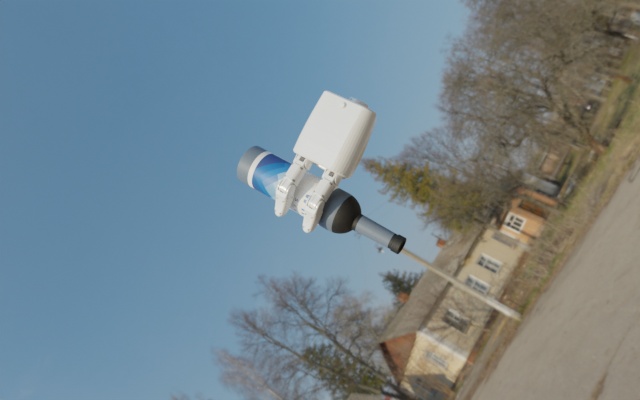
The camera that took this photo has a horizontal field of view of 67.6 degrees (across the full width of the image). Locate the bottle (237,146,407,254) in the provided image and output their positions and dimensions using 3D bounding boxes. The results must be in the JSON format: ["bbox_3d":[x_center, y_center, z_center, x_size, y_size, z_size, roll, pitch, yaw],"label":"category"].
[{"bbox_3d":[0.000,0.002,0.757,0.295,0.069,0.069,28,11,22],"label":"bottle"}]
